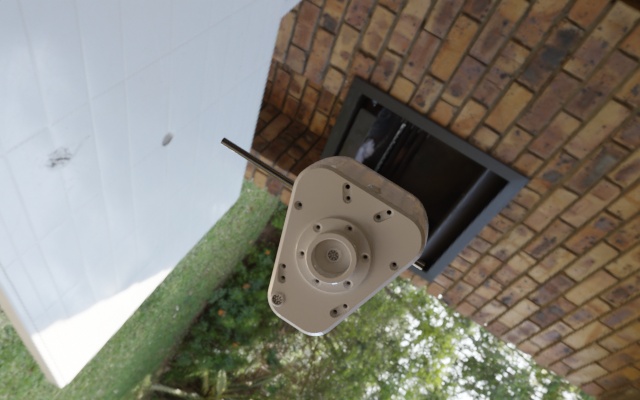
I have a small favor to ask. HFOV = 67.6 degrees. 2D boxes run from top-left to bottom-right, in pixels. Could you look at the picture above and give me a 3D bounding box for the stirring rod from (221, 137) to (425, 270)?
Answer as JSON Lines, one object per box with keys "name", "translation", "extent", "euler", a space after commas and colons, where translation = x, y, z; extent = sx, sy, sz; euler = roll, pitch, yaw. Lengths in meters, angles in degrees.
{"name": "stirring rod", "translation": [0.000, 0.002, 0.483], "extent": [0.239, 0.011, 0.011], "euler": [32, 3, 6]}
